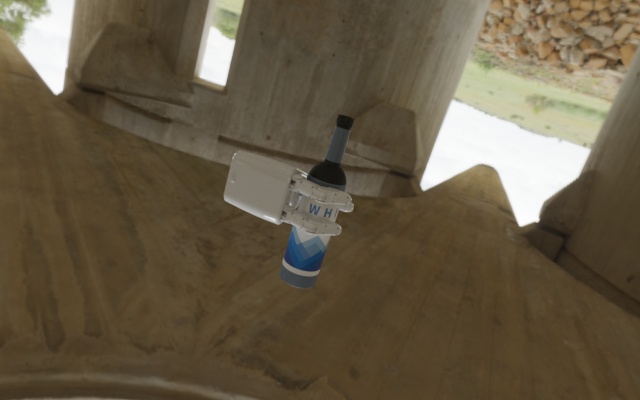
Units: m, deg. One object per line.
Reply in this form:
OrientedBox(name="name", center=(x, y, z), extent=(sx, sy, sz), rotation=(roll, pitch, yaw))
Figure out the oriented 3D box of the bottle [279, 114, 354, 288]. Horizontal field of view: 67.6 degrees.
OrientedBox(name="bottle", center=(0.000, 0.003, 0.797), extent=(0.069, 0.296, 0.069), rotation=(15, 17, -5))
